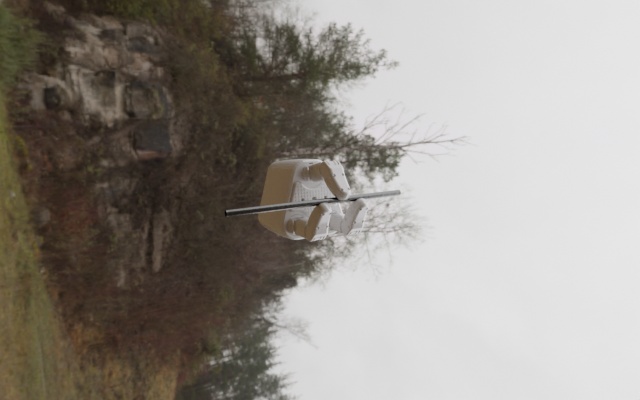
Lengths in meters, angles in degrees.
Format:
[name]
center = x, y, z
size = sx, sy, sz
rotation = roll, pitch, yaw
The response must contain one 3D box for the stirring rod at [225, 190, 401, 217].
[stirring rod]
center = 0.000, 0.002, 0.588
size = 0.239, 0.011, 0.011
rotation = -7, 3, -28
